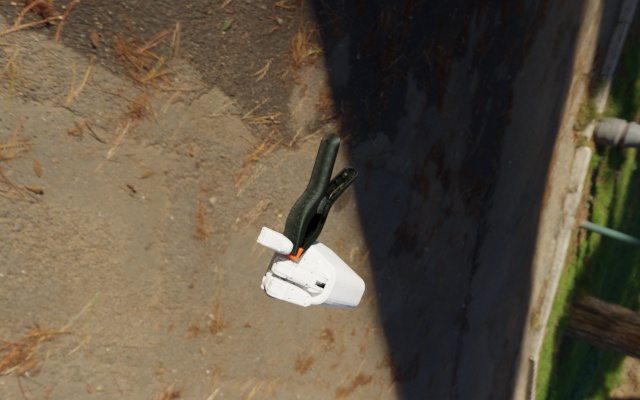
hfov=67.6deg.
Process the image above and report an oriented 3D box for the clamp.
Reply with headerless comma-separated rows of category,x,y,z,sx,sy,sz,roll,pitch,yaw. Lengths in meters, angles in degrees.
clamp,0.000,0.002,0.656,0.039,0.171,0.120,25,-3,31
